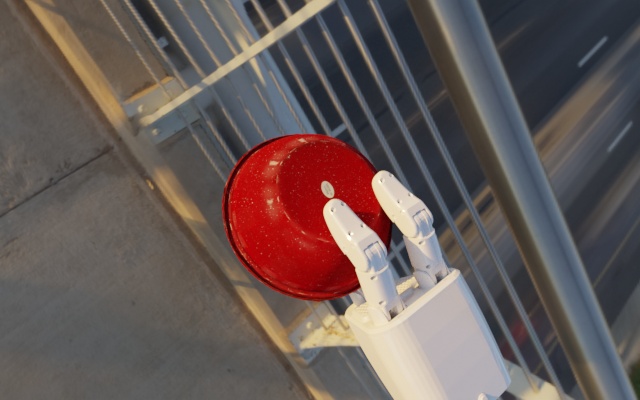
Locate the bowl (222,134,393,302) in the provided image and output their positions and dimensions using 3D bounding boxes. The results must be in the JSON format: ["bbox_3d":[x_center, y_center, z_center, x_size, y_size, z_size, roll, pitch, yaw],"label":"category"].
[{"bbox_3d":[-0.001,0.000,0.412,0.162,0.162,0.055,0,-22,-20],"label":"bowl"}]
